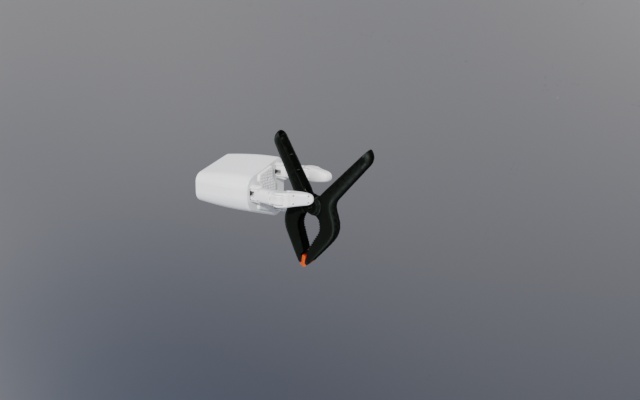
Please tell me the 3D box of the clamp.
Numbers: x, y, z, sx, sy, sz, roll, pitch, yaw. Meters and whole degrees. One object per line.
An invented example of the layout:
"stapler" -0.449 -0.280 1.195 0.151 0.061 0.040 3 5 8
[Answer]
"clamp" -0.001 0.003 0.730 0.164 0.210 0.036 9 15 27
